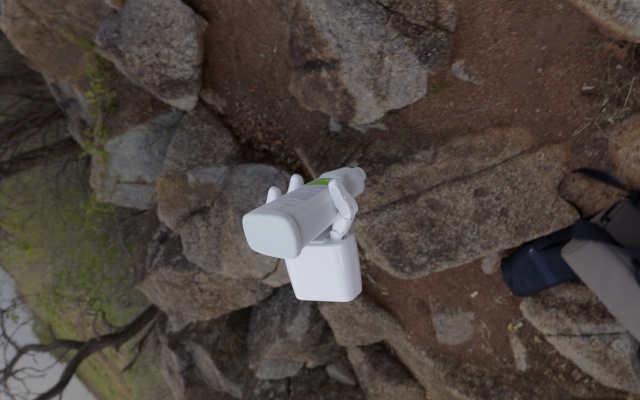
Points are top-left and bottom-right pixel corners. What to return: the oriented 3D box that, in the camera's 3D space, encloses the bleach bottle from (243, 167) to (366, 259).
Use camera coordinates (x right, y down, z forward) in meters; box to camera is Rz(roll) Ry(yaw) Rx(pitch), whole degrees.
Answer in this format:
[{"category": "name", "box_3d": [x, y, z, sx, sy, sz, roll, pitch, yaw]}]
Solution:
[{"category": "bleach bottle", "box_3d": [0.000, 0.002, 0.745, 0.102, 0.068, 0.250, 5, 25, 38]}]
